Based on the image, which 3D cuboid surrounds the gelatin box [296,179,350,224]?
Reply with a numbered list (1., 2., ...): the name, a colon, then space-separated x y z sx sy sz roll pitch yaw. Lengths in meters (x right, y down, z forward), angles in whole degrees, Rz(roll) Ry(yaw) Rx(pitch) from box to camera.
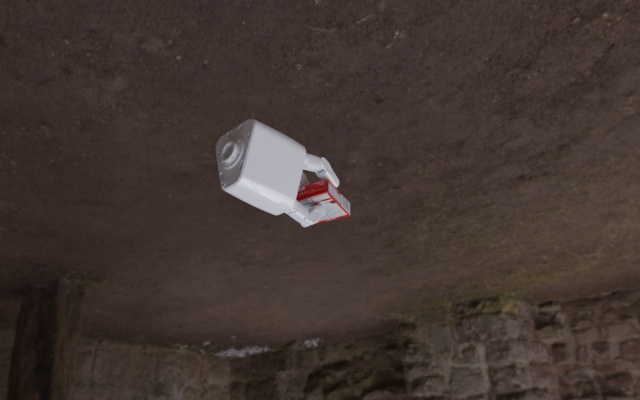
1. gelatin box: 0.000 0.003 0.822 0.073 0.030 0.089 -15 -35 24
